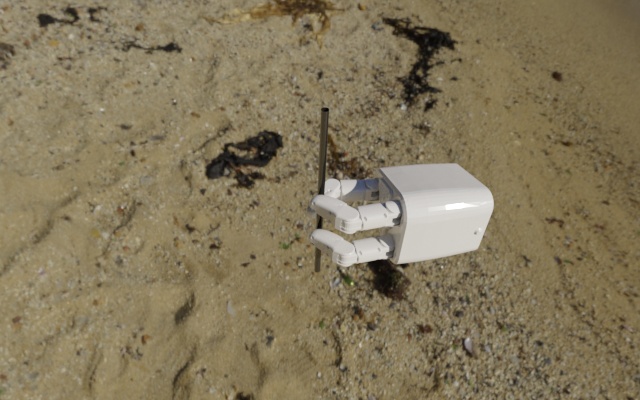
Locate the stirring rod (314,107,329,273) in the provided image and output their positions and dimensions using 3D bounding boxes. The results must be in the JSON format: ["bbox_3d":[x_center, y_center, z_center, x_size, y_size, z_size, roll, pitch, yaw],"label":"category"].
[{"bbox_3d":[0.000,0.002,0.536,0.011,0.240,0.011,2,43,-1],"label":"stirring rod"}]
